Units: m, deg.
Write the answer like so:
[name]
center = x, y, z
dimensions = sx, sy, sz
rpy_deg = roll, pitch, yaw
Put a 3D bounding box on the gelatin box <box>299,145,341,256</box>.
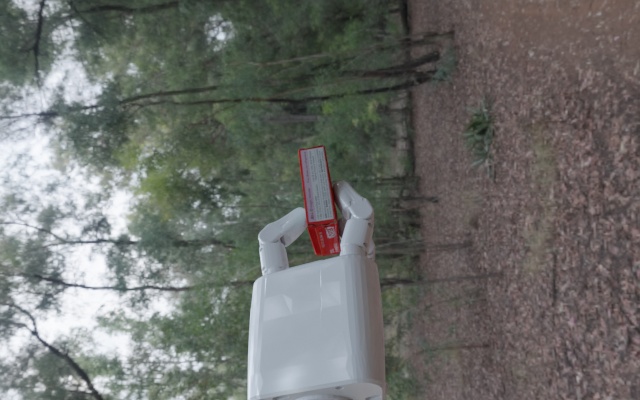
[gelatin box]
center = 0.000, 0.001, 0.482
dimensions = 0.030, 0.089, 0.073
rpy_deg = -9, -29, 1
